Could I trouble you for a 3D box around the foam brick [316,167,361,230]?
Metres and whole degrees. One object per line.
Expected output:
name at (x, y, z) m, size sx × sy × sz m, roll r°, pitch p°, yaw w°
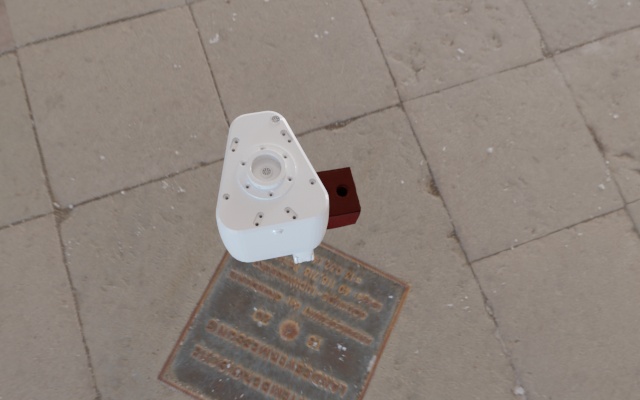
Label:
foam brick at (0.000, 0.002, 0.525) m, size 0.078 × 0.053 × 0.051 m, roll -11°, pitch -19°, yaw -8°
